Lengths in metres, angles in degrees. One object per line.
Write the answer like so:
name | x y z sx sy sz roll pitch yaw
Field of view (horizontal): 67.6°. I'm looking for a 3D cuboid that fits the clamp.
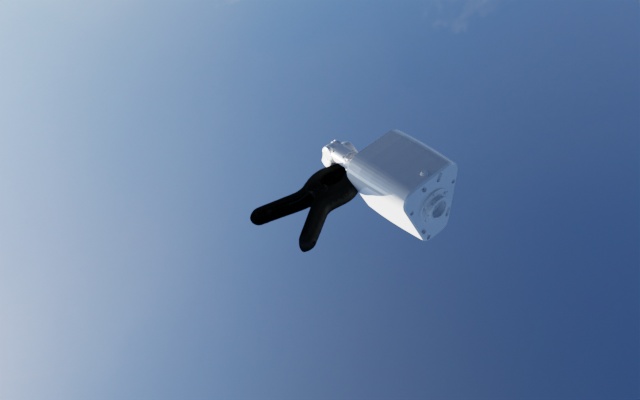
clamp | 0.000 0.002 0.645 0.171 0.039 0.120 -36 45 -17
